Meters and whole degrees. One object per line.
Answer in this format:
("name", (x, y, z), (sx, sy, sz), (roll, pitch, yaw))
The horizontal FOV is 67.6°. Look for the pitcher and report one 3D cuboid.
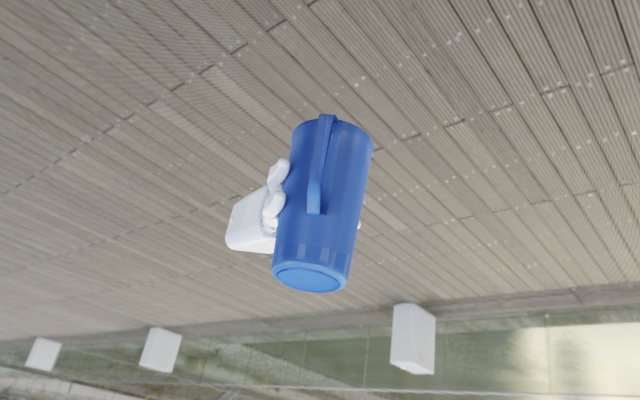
("pitcher", (0.000, 0.002, 0.707), (0.149, 0.242, 0.145), (30, -35, -33))
